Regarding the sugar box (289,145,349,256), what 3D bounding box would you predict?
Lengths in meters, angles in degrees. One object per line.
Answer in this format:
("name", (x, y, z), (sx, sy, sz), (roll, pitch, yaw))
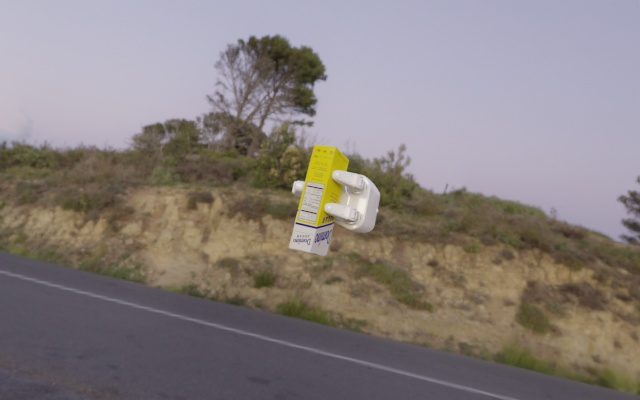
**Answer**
("sugar box", (0.001, 0.003, 0.800), (0.048, 0.176, 0.093), (9, -6, 19))
